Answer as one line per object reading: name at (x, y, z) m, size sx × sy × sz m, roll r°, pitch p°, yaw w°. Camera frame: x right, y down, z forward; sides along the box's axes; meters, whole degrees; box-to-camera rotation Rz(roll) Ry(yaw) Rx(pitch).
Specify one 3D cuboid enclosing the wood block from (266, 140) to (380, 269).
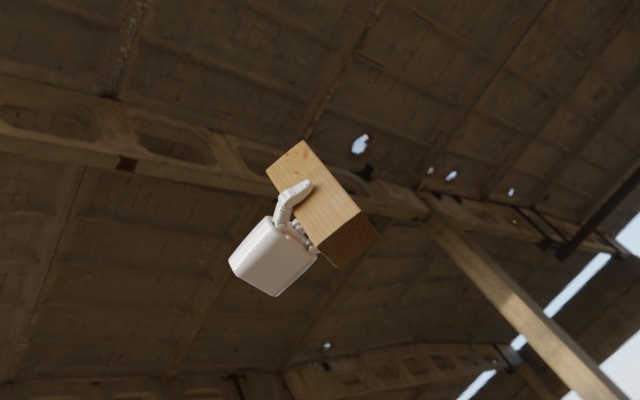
wood block at (0.000, 0.003, 0.815) m, size 0.206 × 0.090 × 0.091 m, roll 53°, pitch 3°, yaw 41°
